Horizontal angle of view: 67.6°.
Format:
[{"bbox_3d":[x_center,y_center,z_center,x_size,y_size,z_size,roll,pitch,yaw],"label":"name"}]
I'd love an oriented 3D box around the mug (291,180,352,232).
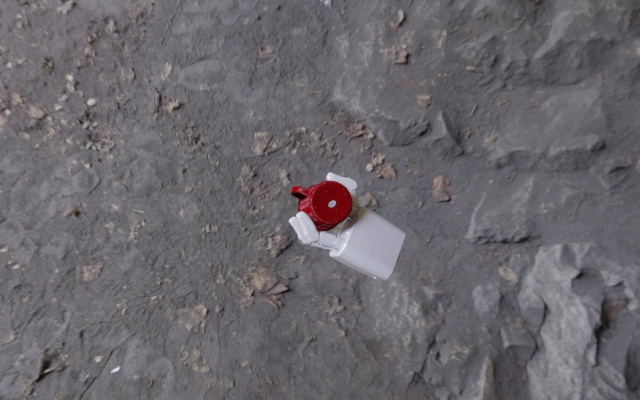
[{"bbox_3d":[-0.001,0.002,0.885,0.117,0.093,0.081,28,-14,-9],"label":"mug"}]
